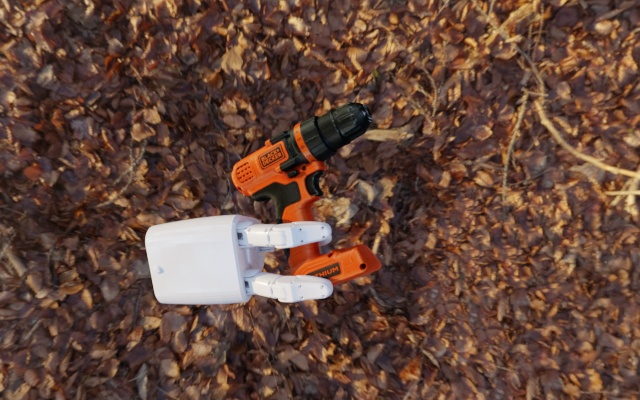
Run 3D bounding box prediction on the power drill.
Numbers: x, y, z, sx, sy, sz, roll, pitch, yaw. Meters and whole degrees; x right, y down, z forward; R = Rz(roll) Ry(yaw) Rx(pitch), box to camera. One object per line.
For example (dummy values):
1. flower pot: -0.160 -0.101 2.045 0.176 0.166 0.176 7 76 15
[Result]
1. power drill: 0.000 0.002 0.540 0.184 0.187 0.057 -26 -15 24
